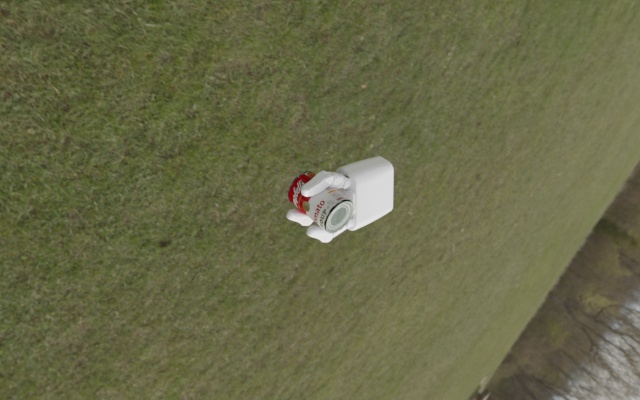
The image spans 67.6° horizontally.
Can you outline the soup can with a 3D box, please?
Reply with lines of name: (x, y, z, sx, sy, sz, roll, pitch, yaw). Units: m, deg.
soup can: (0.000, 0.003, 0.822, 0.102, 0.068, 0.068, 38, 23, 34)
